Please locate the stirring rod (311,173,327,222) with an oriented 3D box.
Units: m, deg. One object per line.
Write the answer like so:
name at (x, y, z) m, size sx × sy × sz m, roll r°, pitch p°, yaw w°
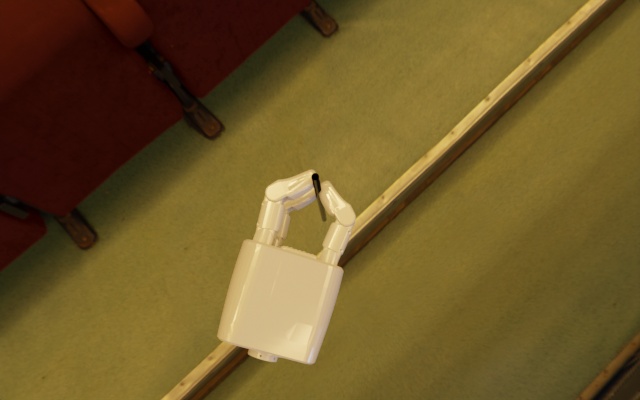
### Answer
stirring rod at (0.000, 0.002, 0.602) m, size 0.011 × 0.011 × 0.239 m, roll 0°, pitch -13°, yaw 3°
